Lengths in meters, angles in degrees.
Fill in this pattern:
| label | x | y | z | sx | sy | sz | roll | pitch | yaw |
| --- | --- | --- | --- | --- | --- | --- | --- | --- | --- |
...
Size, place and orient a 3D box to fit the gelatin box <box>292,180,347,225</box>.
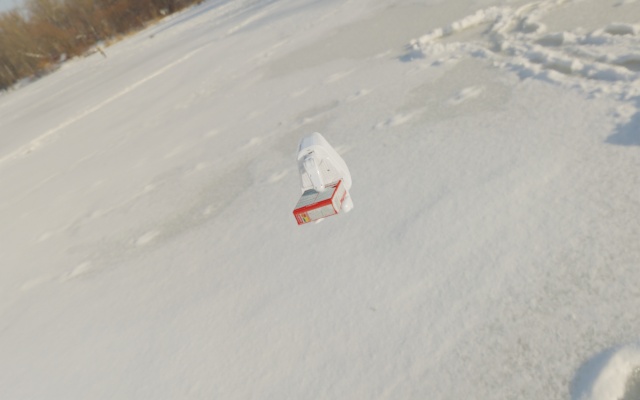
| label | x | y | z | sx | sy | sz | roll | pitch | yaw |
| --- | --- | --- | --- | --- | --- | --- | --- | --- | --- |
| gelatin box | 0.000 | 0.002 | 0.808 | 0.073 | 0.030 | 0.089 | -17 | 19 | 20 |
